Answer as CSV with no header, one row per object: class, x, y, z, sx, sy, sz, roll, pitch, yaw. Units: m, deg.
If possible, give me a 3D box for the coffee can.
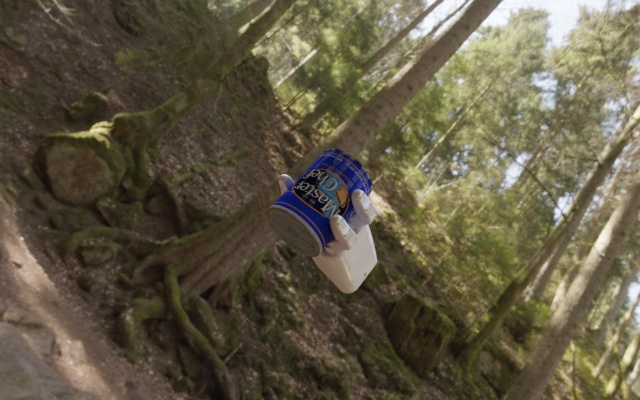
coffee can,0.000,0.002,0.738,0.140,0.103,0.103,-48,26,-26
